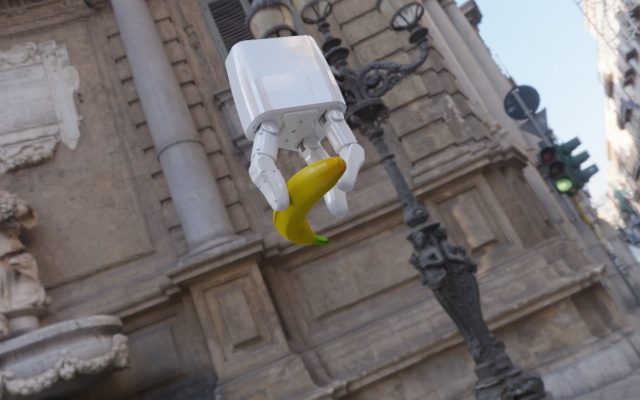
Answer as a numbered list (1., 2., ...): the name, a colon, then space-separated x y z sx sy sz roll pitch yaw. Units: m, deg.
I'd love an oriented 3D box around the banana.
1. banana: -0.018 0.007 0.531 0.069 0.037 0.198 -12 -24 -11
